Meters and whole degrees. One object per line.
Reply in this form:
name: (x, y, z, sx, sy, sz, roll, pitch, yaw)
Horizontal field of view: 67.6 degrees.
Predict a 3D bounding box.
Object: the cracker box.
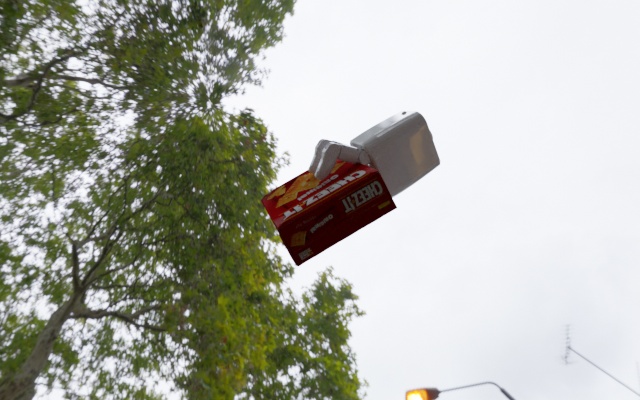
cracker box: (0.000, 0.003, 0.748, 0.164, 0.072, 0.213, -31, 16, -6)
